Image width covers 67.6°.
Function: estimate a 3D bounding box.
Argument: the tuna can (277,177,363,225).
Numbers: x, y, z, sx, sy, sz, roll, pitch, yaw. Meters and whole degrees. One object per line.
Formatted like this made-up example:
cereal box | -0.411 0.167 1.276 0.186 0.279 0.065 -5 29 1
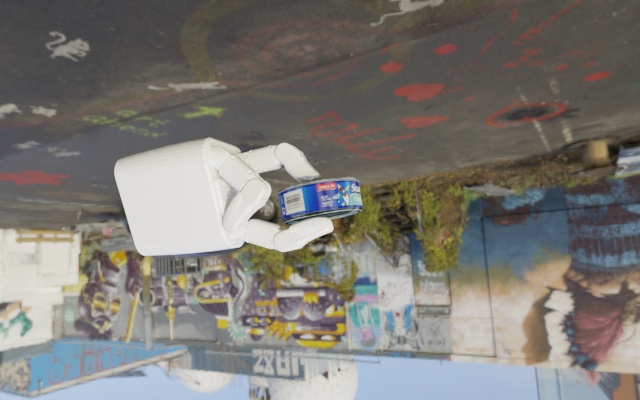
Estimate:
tuna can | 0.000 0.002 0.495 0.086 0.033 0.086 -9 -7 -1
